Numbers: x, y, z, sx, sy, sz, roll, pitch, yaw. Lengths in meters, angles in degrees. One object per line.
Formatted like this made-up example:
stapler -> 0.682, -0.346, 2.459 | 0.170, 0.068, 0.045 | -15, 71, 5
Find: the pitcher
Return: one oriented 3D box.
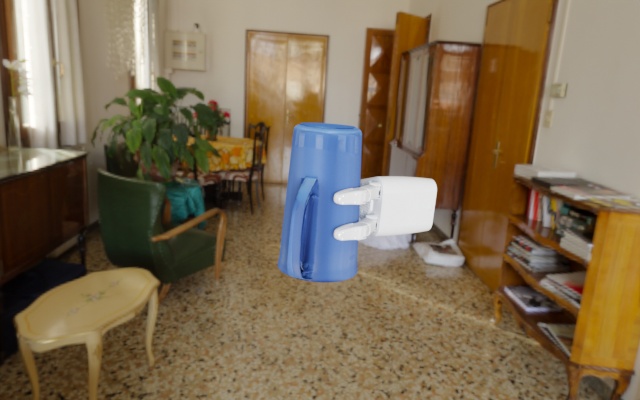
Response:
pitcher -> 0.000, 0.002, 0.761 | 0.145, 0.243, 0.149 | -1, 14, -23
